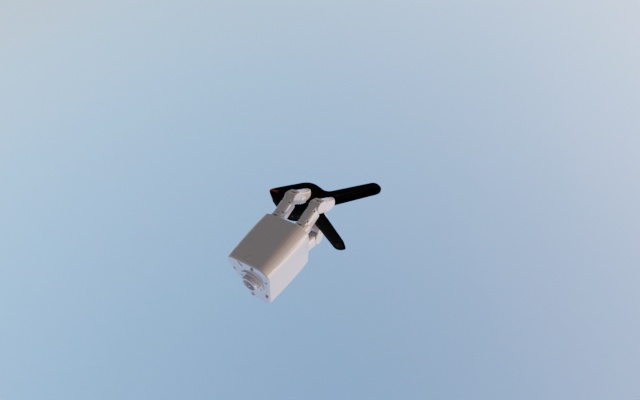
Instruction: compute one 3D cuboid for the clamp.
[{"bbox_3d":[0.000,0.004,0.900,0.210,0.036,0.164,19,50,32],"label":"clamp"}]
